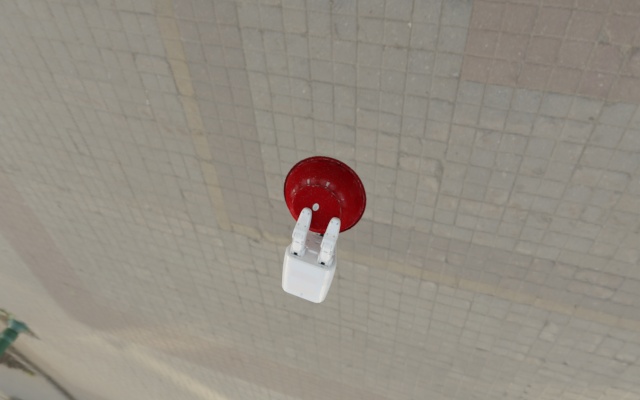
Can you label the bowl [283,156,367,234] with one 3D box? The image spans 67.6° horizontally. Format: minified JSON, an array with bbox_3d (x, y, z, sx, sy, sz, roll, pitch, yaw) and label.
[{"bbox_3d":[0.000,0.002,0.873,0.162,0.162,0.055,0,25,18],"label":"bowl"}]
